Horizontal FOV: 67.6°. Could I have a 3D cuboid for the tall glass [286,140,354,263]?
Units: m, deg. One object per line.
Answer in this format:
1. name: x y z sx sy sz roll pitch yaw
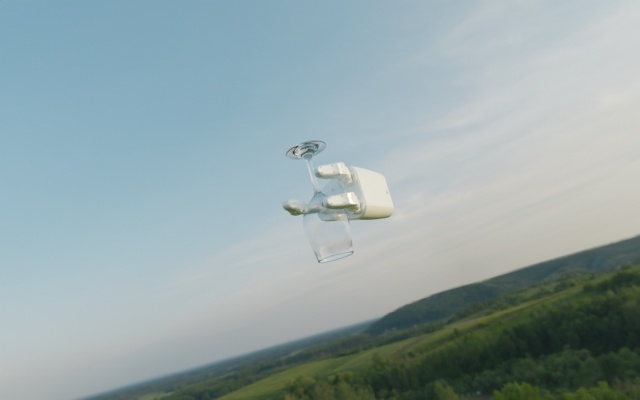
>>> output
1. tall glass: 0.000 0.002 0.821 0.079 0.201 0.079 -14 -15 -4
